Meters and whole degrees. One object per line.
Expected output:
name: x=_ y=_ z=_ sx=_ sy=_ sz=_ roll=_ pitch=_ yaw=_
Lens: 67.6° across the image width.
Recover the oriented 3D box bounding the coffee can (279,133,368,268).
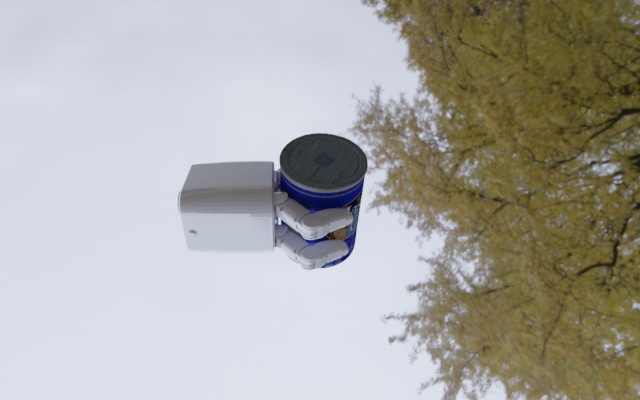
coffee can: x=0.000 y=0.002 z=0.600 sx=0.103 sy=0.140 sz=0.102 roll=2 pitch=44 yaw=-2
